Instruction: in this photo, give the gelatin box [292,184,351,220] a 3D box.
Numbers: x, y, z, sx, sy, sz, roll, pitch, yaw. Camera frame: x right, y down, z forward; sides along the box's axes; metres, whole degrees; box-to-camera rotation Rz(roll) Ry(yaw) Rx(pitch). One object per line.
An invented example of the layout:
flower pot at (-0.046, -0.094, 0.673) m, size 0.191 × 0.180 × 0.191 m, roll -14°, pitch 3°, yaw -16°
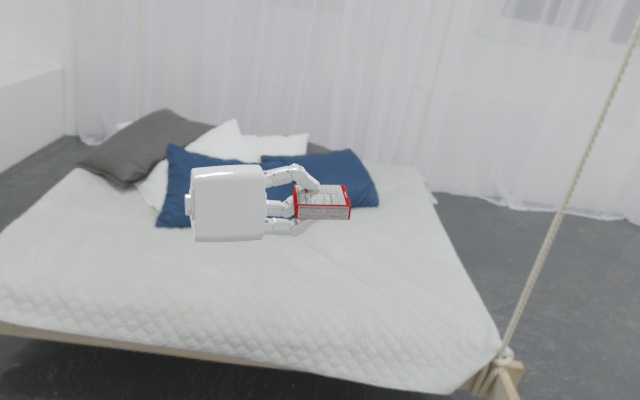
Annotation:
gelatin box at (0.000, 0.002, 0.774) m, size 0.089 × 0.030 × 0.073 m, roll 0°, pitch 28°, yaw -7°
